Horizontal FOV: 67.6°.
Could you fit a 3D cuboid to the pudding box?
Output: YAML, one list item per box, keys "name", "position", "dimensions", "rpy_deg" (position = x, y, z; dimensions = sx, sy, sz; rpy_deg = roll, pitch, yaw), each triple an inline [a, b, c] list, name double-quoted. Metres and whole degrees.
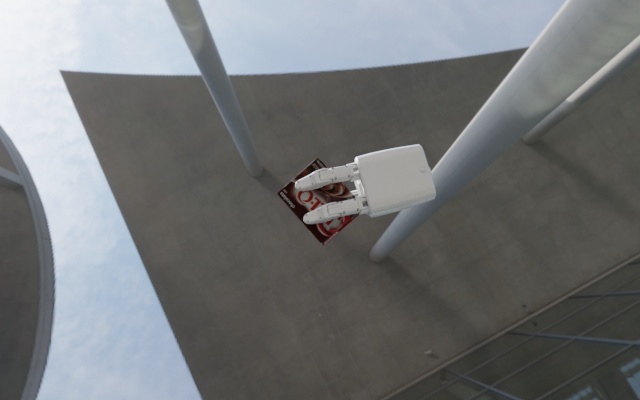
- name: "pudding box"
  position: [0.000, 0.003, 0.769]
  dimensions: [0.090, 0.113, 0.039]
  rpy_deg: [-42, -12, -5]
